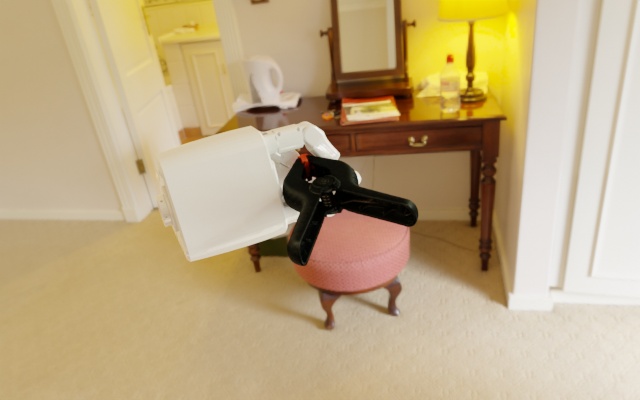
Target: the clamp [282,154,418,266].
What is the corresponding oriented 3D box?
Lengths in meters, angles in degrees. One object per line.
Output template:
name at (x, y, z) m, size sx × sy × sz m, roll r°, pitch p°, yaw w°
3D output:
clamp at (0.000, 0.001, 0.467) m, size 0.120 × 0.039 × 0.171 m, roll -18°, pitch 29°, yaw -21°
